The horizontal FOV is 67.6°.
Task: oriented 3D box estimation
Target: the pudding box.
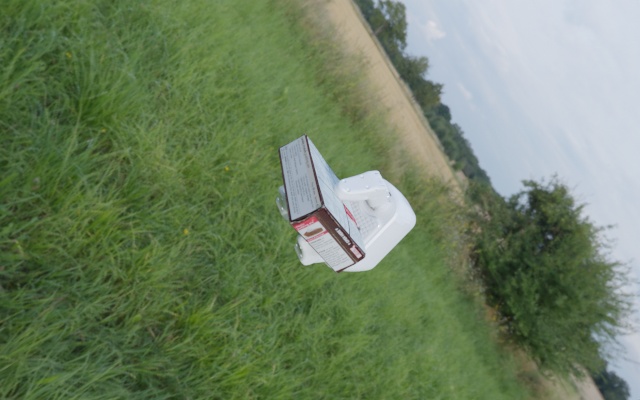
[{"bbox_3d":[0.000,0.001,0.472,0.039,0.113,0.090,-30,-49,13],"label":"pudding box"}]
